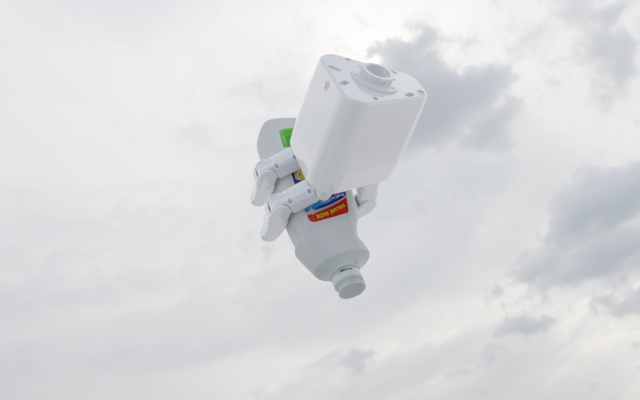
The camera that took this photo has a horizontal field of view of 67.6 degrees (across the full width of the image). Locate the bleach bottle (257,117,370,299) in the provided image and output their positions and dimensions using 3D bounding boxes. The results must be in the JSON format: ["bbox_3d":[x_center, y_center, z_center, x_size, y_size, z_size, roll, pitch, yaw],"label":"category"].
[{"bbox_3d":[0.000,0.002,0.553,0.102,0.068,0.250,-1,44,-25],"label":"bleach bottle"}]
